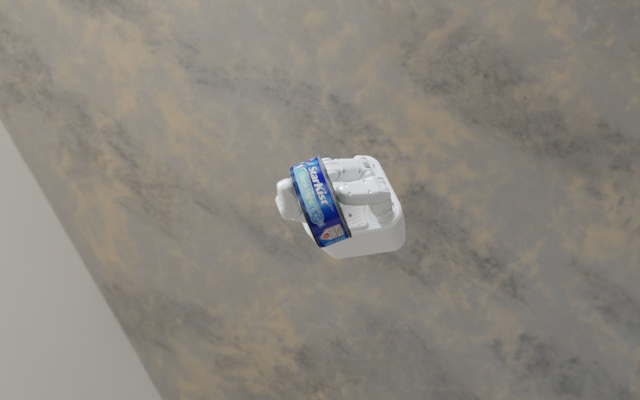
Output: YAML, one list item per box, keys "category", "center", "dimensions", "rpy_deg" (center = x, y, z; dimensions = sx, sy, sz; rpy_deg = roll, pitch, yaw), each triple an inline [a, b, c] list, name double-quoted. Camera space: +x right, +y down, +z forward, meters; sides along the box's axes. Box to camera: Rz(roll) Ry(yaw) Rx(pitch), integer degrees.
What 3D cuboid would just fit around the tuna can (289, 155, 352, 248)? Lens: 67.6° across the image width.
- category: "tuna can"
  center: [0.000, 0.002, 0.462]
  dimensions: [0.034, 0.086, 0.086]
  rpy_deg: [-21, -1, 3]
